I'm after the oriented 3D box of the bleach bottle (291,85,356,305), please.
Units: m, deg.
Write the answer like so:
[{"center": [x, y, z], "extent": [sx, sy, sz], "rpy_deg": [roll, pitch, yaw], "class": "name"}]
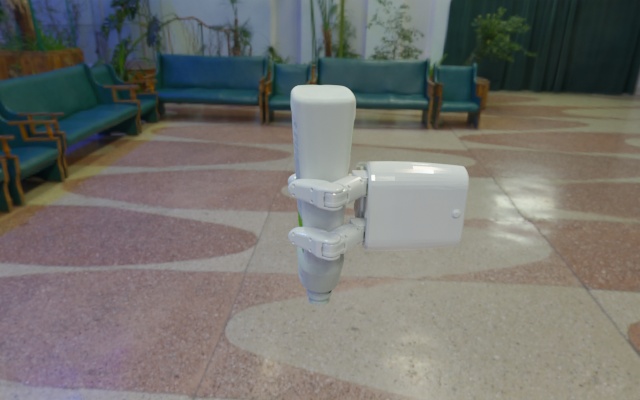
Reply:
[{"center": [0.000, 0.002, 0.548], "extent": [0.068, 0.251, 0.102], "rpy_deg": [0, 22, -4], "class": "bleach bottle"}]
